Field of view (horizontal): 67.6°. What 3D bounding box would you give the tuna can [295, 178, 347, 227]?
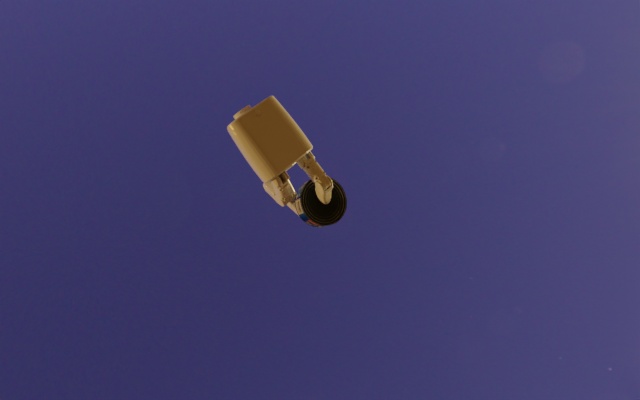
[{"bbox_3d":[0.000,0.003,0.822,0.086,0.086,0.034,0,-10,-24],"label":"tuna can"}]
